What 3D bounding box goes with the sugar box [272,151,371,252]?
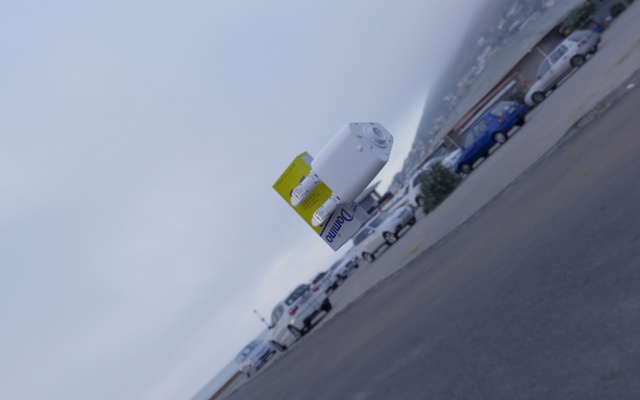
[{"bbox_3d":[0.000,0.003,0.899,0.093,0.176,0.048,-48,-7,34],"label":"sugar box"}]
